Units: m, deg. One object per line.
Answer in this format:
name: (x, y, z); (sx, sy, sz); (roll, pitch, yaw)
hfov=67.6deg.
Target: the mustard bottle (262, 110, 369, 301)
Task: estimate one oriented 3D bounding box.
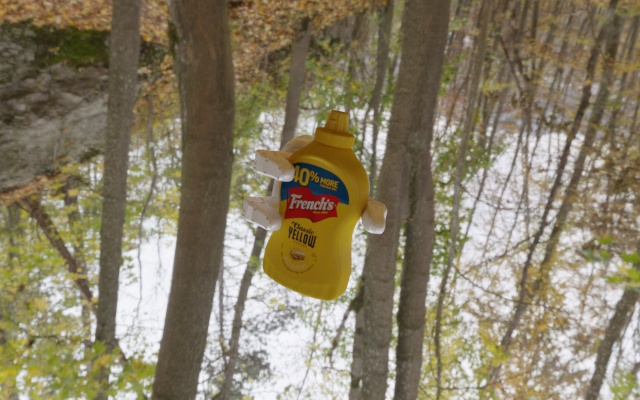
mustard bottle: (0.000, 0.002, 0.499); (0.096, 0.192, 0.058); (20, 17, 26)
